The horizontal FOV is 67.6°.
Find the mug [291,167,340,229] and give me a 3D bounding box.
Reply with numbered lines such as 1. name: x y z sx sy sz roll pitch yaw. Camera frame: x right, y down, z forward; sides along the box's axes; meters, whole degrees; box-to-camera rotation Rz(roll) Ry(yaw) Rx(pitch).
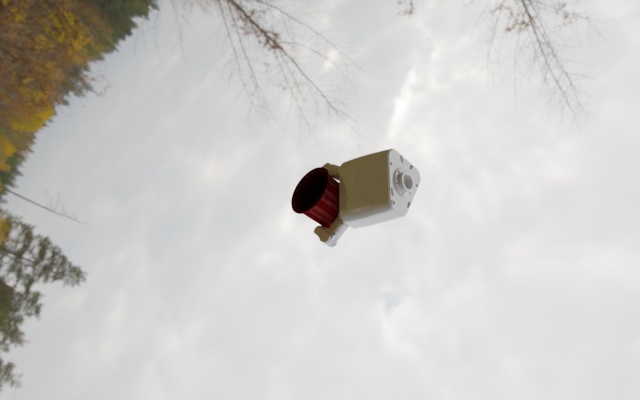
1. mug: -0.001 0.003 0.857 0.081 0.093 0.117 34 -33 -33
